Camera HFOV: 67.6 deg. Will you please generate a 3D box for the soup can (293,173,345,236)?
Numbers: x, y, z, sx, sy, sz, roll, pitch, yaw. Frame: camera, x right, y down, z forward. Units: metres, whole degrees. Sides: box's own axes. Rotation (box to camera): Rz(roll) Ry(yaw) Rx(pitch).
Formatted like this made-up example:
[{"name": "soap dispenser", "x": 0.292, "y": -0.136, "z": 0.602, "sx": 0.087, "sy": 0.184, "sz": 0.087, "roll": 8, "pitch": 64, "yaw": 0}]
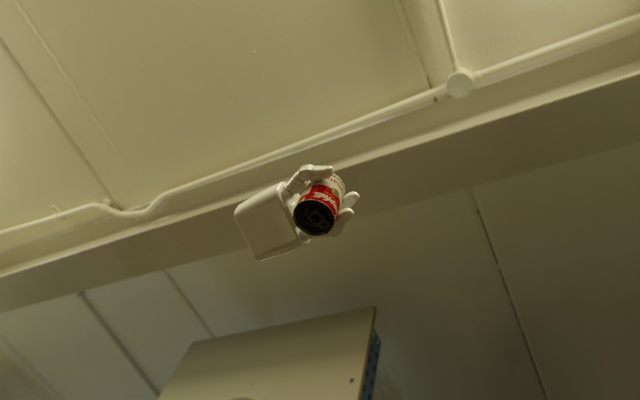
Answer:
[{"name": "soup can", "x": 0.001, "y": 0.002, "z": 0.793, "sx": 0.068, "sy": 0.068, "sz": 0.102, "roll": 0, "pitch": 31, "yaw": 15}]
